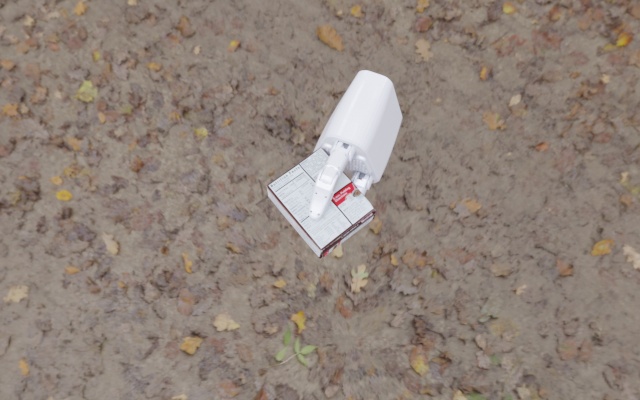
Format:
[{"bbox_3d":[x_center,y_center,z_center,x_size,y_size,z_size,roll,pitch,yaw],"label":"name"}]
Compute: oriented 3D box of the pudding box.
[{"bbox_3d":[0.000,0.002,0.597,0.090,0.113,0.039,-37,-18,-13],"label":"pudding box"}]
